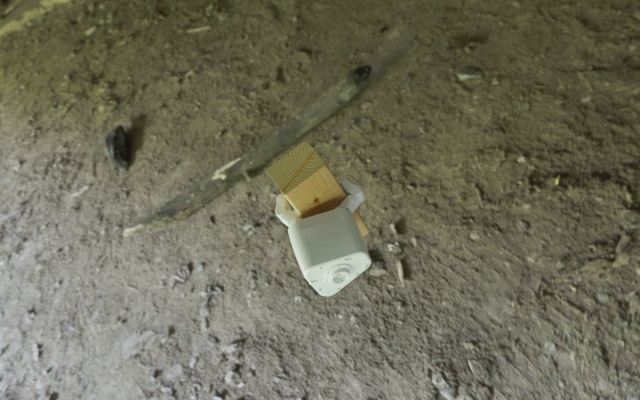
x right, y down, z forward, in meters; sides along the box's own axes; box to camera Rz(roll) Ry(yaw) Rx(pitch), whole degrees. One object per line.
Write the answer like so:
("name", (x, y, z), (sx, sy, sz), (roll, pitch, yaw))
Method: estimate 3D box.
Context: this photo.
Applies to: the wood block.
("wood block", (0.000, 0.003, 0.886), (0.090, 0.091, 0.206), (51, -2, 46))
